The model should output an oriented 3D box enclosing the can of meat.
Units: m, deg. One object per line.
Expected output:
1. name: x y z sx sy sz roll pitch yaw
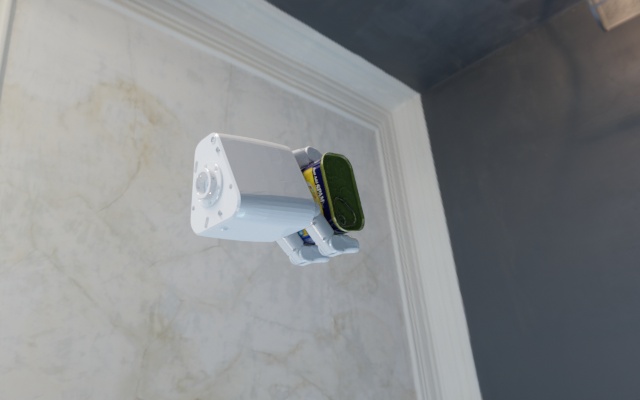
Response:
1. can of meat: 0.000 0.002 0.611 0.084 0.102 0.057 -24 -18 39
